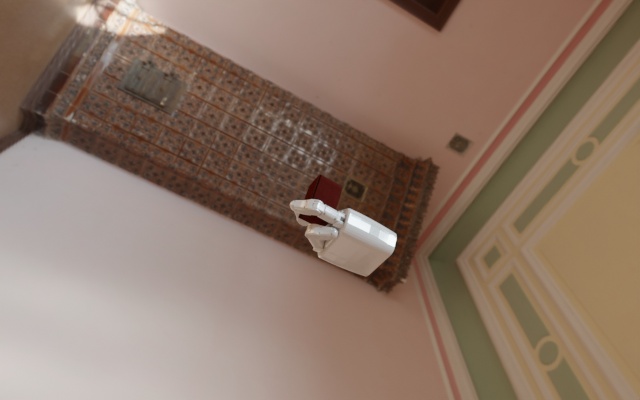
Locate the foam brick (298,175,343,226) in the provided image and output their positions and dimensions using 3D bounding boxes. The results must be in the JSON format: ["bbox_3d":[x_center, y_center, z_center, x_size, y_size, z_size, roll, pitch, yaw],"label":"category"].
[{"bbox_3d":[0.000,0.003,0.895,0.051,0.078,0.053,26,-30,-13],"label":"foam brick"}]
